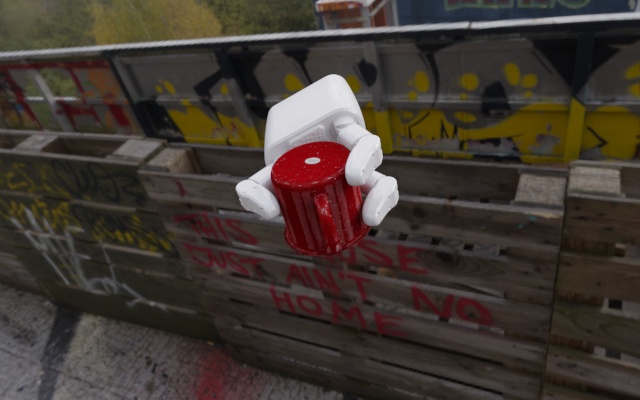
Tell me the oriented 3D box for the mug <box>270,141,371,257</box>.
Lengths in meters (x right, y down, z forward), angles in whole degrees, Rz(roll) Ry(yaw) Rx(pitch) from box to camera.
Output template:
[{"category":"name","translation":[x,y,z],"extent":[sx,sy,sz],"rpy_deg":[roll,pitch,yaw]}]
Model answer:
[{"category":"mug","translation":[0.000,0.002,0.462],"extent":[0.093,0.082,0.117],"rpy_deg":[-13,35,2]}]
